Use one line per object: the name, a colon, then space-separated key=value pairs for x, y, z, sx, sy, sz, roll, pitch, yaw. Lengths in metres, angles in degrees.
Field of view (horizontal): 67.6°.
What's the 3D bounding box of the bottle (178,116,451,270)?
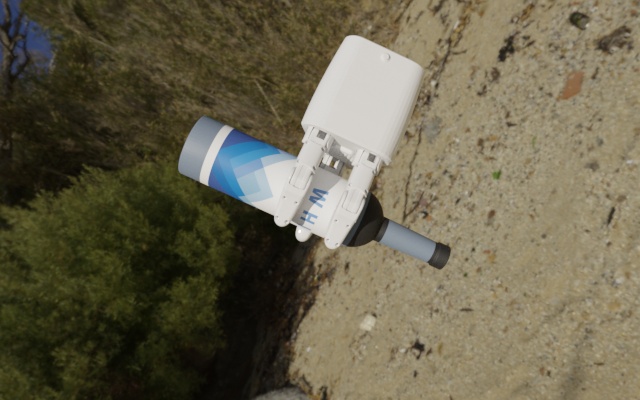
bottle: x=0.000 y=0.002 z=0.508 sx=0.296 sy=0.069 sz=0.069 roll=24 pitch=-1 yaw=-2
